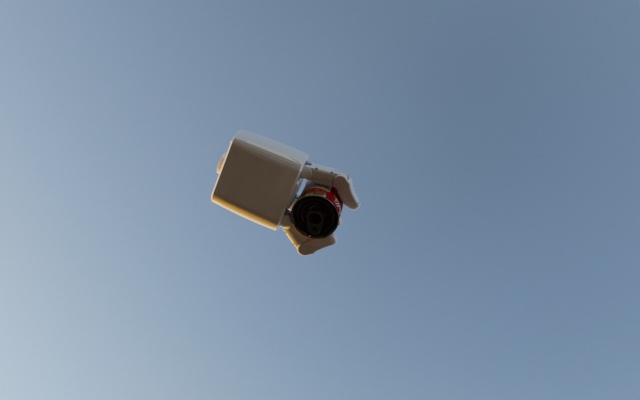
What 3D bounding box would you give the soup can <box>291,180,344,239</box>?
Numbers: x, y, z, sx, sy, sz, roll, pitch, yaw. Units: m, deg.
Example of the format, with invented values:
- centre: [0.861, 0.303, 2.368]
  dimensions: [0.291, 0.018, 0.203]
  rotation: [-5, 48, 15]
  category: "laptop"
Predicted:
- centre: [0.001, 0.002, 0.702]
  dimensions: [0.068, 0.068, 0.102]
  rotation: [0, 25, 10]
  category: "soup can"
